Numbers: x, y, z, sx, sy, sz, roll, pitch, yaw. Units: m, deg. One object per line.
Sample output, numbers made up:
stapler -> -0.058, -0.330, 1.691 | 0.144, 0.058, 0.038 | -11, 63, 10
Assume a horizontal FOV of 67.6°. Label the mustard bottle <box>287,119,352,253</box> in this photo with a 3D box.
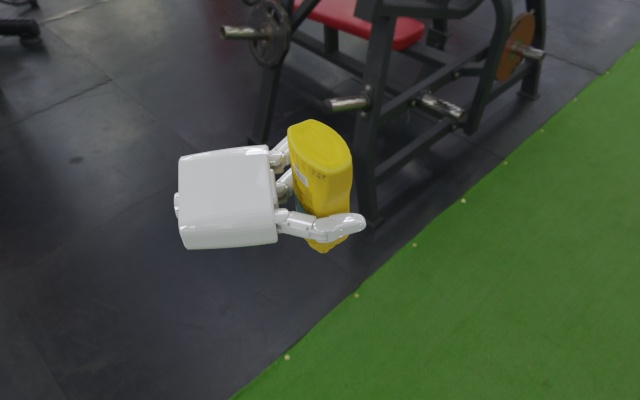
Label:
mustard bottle -> 0.000, 0.002, 0.589 | 0.058, 0.192, 0.096 | -25, 51, -20
